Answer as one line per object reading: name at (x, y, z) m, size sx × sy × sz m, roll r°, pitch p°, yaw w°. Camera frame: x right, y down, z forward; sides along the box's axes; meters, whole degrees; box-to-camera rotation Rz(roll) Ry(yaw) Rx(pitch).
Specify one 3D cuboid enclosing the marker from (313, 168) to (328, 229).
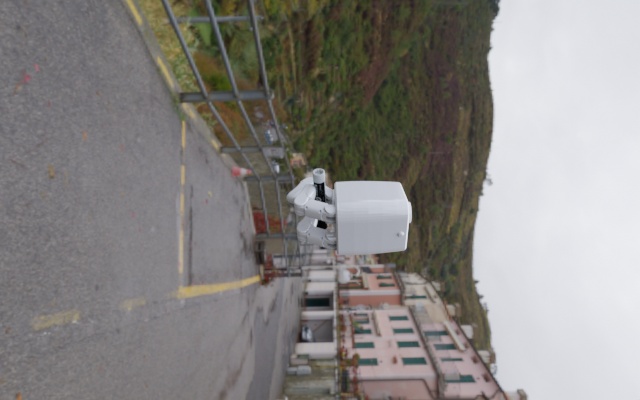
marker at (0.000, 0.002, 0.762) m, size 0.020 × 0.121 × 0.020 m, roll -2°, pitch 40°, yaw 2°
